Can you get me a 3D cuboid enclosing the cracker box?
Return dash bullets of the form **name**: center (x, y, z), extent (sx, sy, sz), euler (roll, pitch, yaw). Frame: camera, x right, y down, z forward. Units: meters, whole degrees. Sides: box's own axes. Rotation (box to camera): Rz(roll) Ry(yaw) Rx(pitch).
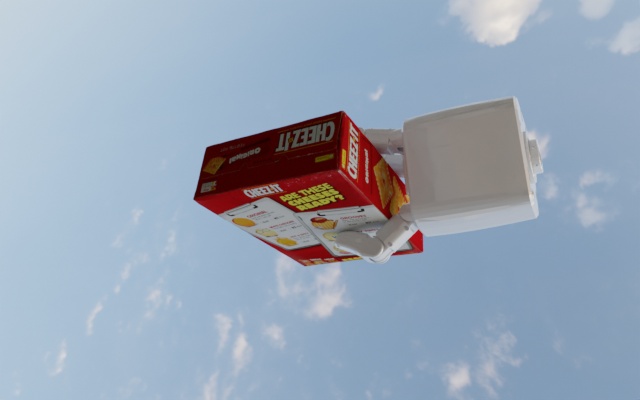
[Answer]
- **cracker box**: center (0.000, 0.002, 0.519), extent (0.164, 0.072, 0.214), euler (-10, -30, 28)
